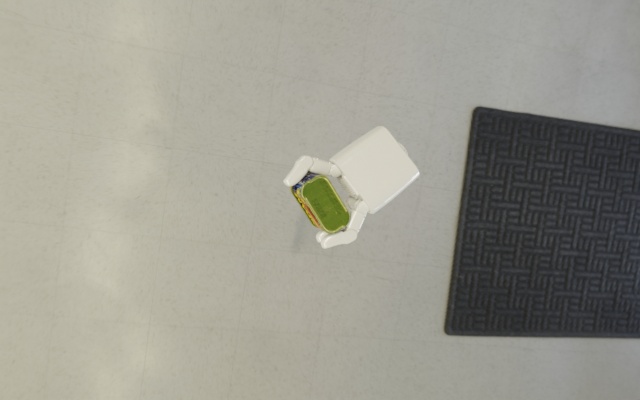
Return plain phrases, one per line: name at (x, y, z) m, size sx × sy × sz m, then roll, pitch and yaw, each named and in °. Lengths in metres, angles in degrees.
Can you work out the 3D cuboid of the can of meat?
can of meat at (0.000, 0.003, 0.792) m, size 0.057 × 0.102 × 0.084 m, roll -34°, pitch 13°, yaw -8°
